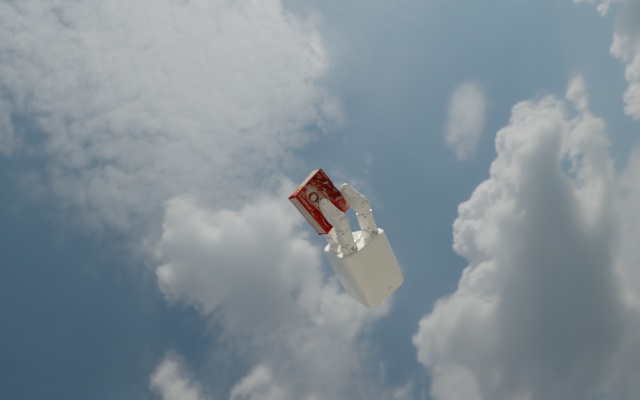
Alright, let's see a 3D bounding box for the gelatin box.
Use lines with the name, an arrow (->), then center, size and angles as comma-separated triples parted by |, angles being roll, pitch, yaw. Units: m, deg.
gelatin box -> 0.000, 0.002, 0.810 | 0.073, 0.089, 0.030 | -48, 18, -27
